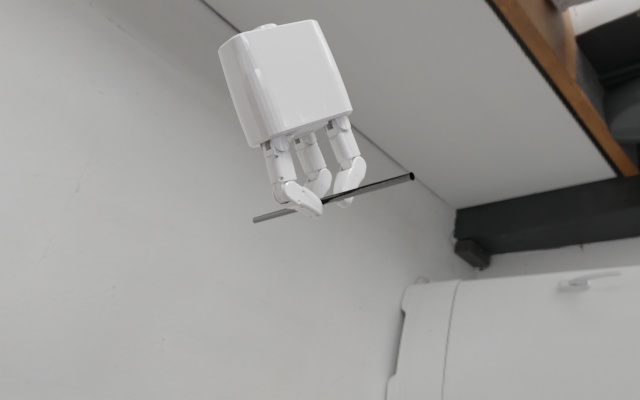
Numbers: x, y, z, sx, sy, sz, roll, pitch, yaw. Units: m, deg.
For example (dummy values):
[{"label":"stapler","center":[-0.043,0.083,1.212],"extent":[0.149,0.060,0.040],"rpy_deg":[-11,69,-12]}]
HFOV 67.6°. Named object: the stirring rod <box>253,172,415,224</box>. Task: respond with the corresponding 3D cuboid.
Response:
[{"label":"stirring rod","center":[0.000,0.002,0.511],"extent":[0.011,0.011,0.239],"rpy_deg":[0,-11,-44]}]
